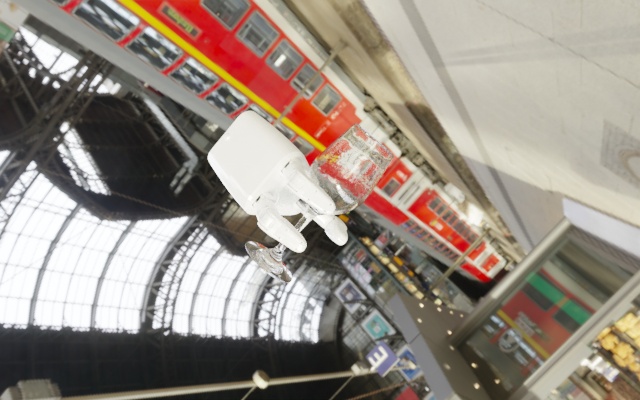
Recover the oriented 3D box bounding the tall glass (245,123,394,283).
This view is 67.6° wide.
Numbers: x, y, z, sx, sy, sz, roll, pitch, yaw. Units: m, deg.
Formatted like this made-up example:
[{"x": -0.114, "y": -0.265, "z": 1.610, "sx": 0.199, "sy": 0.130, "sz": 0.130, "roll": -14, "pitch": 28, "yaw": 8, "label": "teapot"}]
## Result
[{"x": 0.000, "y": 0.003, "z": 0.581, "sx": 0.079, "sy": 0.201, "sz": 0.079, "roll": 40, "pitch": 8, "yaw": -7, "label": "tall glass"}]
